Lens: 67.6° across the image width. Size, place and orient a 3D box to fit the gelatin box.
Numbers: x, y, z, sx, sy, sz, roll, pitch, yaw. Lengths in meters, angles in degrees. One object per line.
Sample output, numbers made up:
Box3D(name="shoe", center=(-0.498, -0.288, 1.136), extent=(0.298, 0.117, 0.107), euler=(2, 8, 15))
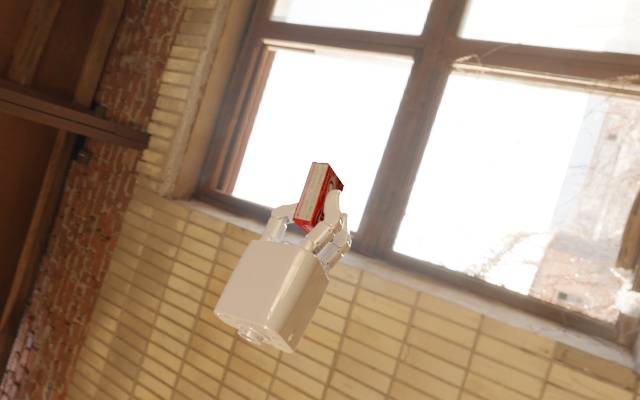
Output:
Box3D(name="gelatin box", center=(0.000, 0.002, 0.649), extent=(0.030, 0.089, 0.073), euler=(10, -18, 24))
